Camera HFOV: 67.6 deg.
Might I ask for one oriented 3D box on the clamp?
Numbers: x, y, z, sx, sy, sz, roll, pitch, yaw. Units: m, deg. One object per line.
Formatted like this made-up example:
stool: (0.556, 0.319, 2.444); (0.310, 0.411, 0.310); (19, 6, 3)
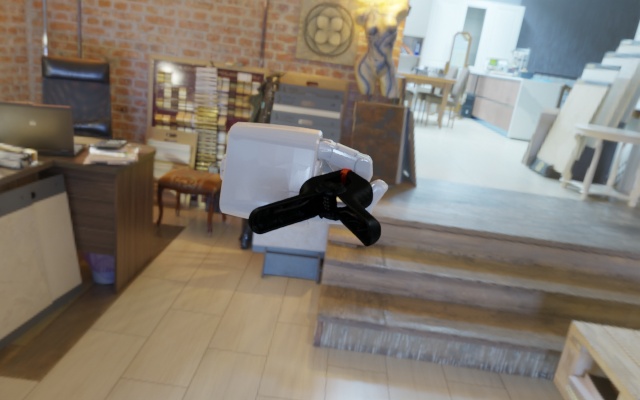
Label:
clamp: (0.000, 0.001, 0.486); (0.120, 0.039, 0.171); (8, 17, 4)
